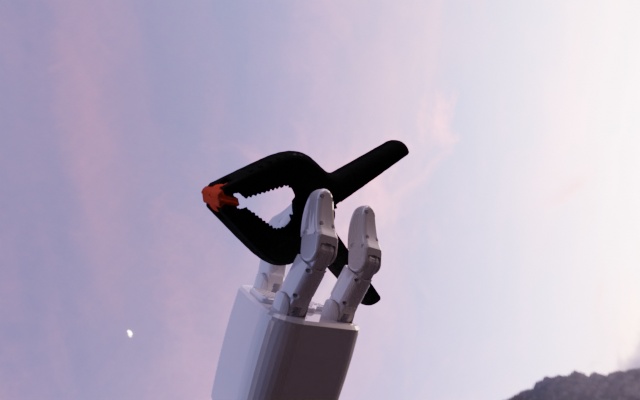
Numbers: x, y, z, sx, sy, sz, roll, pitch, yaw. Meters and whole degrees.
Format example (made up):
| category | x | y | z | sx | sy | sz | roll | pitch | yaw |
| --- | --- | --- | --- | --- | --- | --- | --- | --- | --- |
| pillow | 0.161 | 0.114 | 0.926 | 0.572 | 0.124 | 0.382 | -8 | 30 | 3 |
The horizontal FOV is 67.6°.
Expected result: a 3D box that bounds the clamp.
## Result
| category | x | y | z | sx | sy | sz | roll | pitch | yaw |
| --- | --- | --- | --- | --- | --- | --- | --- | --- | --- |
| clamp | -0.001 | 0.001 | 0.417 | 0.210 | 0.164 | 0.036 | 19 | -6 | -41 |
